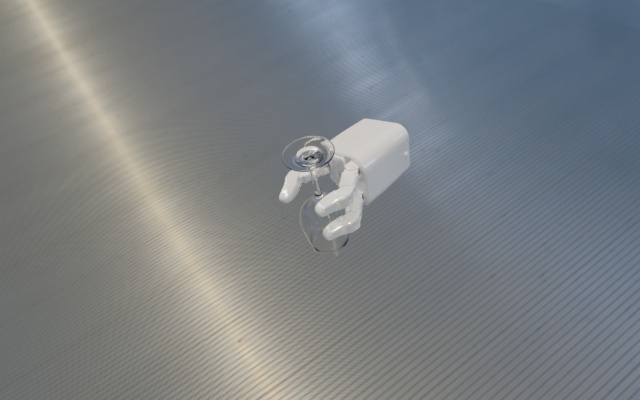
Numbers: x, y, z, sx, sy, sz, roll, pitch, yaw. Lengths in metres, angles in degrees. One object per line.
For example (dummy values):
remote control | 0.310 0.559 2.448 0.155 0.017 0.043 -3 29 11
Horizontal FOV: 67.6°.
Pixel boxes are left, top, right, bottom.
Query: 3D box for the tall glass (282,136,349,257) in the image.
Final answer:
tall glass | 0.000 0.002 0.728 0.079 0.079 0.201 0 -43 13
